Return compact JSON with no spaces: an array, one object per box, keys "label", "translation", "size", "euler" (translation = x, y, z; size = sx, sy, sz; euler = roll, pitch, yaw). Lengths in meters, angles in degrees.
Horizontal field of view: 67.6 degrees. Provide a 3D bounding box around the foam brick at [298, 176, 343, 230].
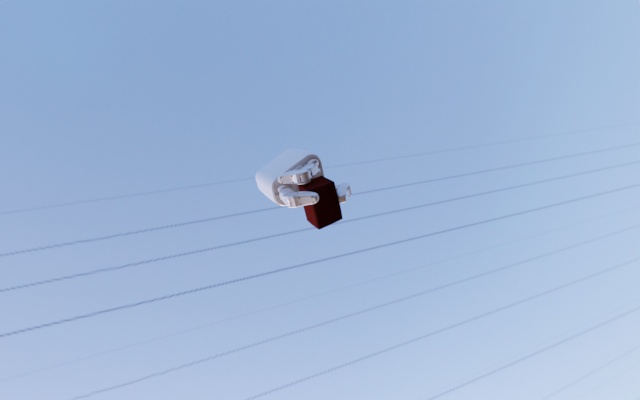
[{"label":"foam brick","translation":[0.000,0.003,0.871],"size":[0.053,0.078,0.051],"euler":[-22,23,-20]}]
